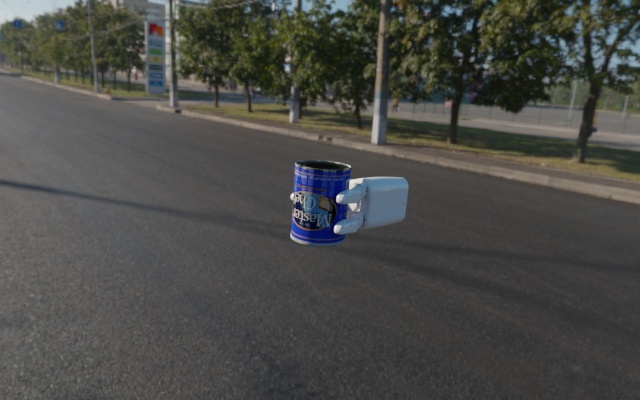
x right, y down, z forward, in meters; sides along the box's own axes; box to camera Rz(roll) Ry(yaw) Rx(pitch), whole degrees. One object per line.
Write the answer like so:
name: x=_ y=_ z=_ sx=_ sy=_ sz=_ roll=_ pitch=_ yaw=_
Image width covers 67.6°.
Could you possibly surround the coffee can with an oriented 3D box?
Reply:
coffee can: x=0.000 y=0.003 z=0.877 sx=0.103 sy=0.140 sz=0.102 roll=4 pitch=14 yaw=-1
